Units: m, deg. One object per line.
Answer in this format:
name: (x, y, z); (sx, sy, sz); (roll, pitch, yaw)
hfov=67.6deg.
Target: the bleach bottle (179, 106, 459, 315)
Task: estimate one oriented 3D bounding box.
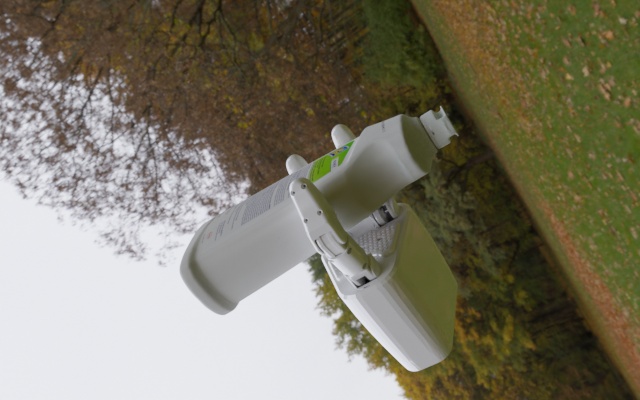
bleach bottle: (0.000, 0.001, 0.411); (0.251, 0.068, 0.102); (-31, 23, 18)
